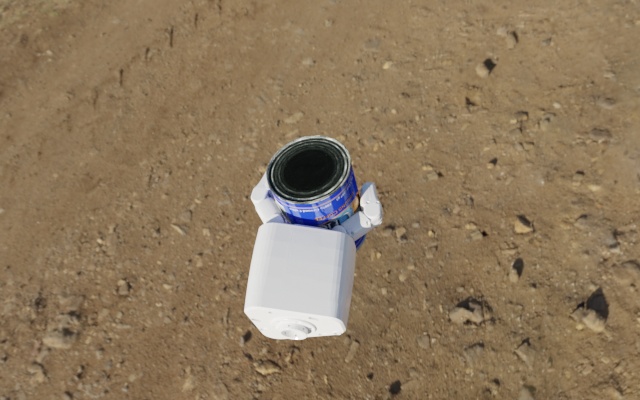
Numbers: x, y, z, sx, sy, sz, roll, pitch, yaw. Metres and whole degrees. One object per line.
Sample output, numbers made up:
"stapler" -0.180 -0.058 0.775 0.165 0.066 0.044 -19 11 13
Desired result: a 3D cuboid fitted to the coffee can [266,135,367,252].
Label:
"coffee can" 0.000 0.002 0.609 0.103 0.102 0.140 0 -36 15
